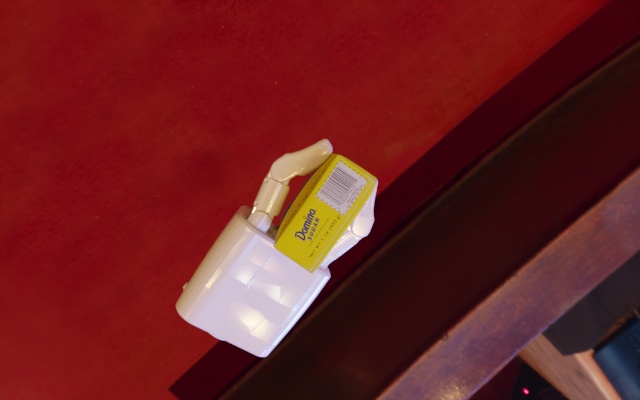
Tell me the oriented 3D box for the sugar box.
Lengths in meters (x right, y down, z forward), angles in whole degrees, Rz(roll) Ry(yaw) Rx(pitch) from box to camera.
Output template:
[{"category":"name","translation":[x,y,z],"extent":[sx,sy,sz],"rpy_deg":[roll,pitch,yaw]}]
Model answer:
[{"category":"sugar box","translation":[0.000,0.001,0.461],"extent":[0.048,0.093,0.176],"rpy_deg":[35,3,-8]}]
